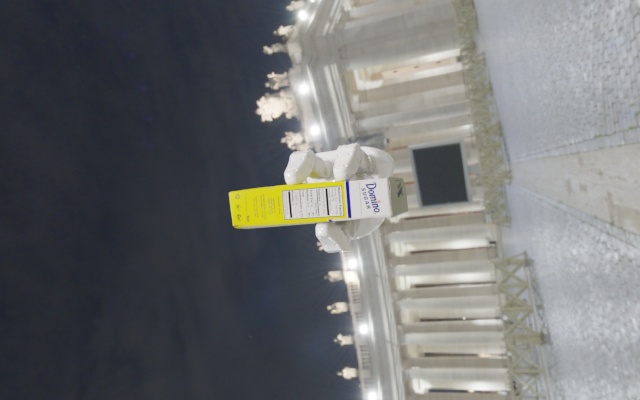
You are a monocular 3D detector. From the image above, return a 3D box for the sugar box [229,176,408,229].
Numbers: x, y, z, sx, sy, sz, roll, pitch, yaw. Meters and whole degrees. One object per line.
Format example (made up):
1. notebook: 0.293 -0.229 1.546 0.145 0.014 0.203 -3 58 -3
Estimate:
1. sugar box: 0.000 0.001 0.523 0.176 0.048 0.093 -7 0 19
